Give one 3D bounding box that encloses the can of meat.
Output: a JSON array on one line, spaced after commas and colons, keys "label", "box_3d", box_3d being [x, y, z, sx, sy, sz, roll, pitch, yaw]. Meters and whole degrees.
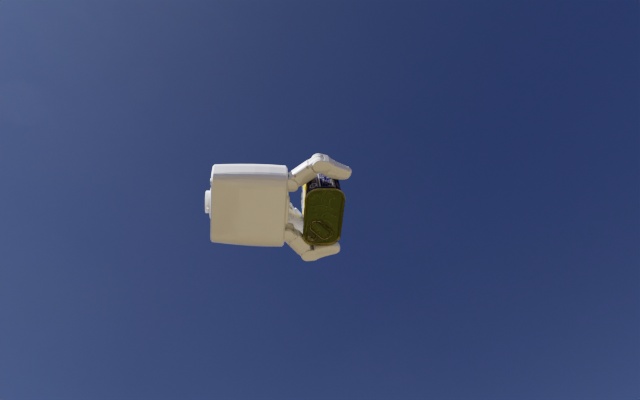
[{"label": "can of meat", "box_3d": [0.000, 0.002, 0.717, 0.057, 0.102, 0.084, 0, 35, -7]}]
